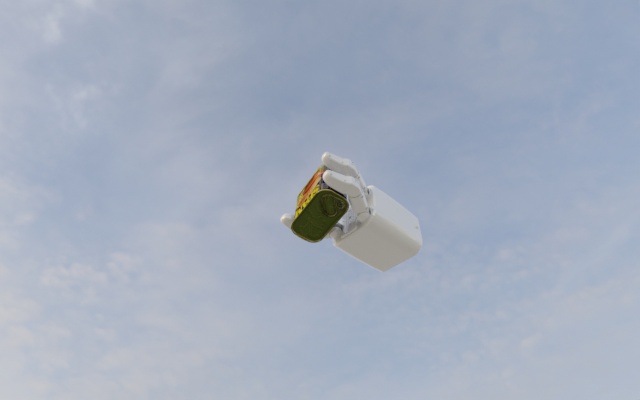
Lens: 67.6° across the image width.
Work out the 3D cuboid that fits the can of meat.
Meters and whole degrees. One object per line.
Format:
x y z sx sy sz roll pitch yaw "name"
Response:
0.000 0.002 0.763 0.057 0.102 0.084 30 31 -16 "can of meat"
